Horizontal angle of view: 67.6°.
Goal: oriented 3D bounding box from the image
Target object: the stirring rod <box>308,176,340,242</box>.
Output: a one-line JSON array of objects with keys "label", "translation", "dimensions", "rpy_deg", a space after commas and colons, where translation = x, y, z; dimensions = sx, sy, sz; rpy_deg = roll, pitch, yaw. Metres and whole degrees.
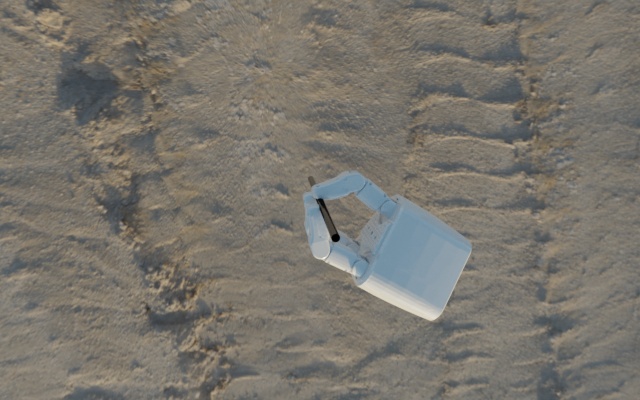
[{"label": "stirring rod", "translation": [0.000, 0.002, 0.531], "dimensions": [0.011, 0.011, 0.239], "rpy_deg": [0, 15, -7]}]
